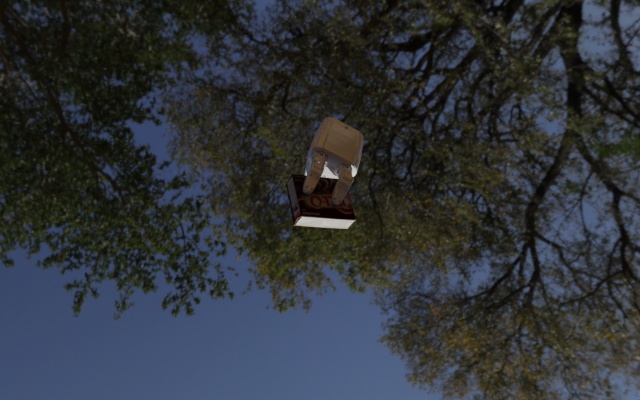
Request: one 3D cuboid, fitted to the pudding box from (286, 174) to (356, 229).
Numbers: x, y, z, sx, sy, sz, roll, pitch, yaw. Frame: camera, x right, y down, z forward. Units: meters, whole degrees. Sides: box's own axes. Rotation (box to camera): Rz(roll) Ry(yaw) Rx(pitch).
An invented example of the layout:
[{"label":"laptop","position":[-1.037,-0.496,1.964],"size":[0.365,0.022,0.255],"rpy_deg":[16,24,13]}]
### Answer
[{"label":"pudding box","position":[0.000,0.003,0.855],"size":[0.113,0.090,0.039],"rpy_deg":[3,-36,-27]}]
